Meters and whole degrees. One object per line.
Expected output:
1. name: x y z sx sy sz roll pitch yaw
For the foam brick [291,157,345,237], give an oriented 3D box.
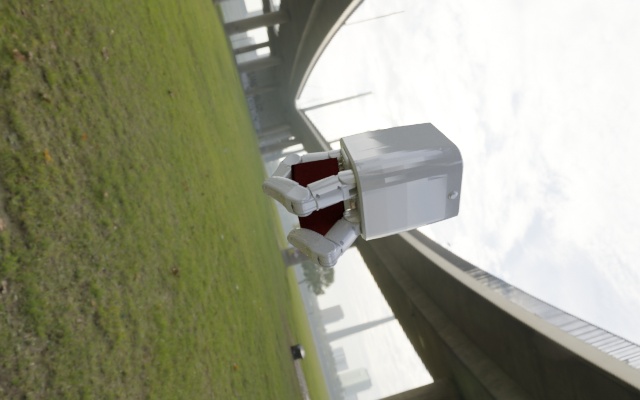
1. foam brick: 0.000 0.002 0.521 0.051 0.078 0.053 -9 44 1
